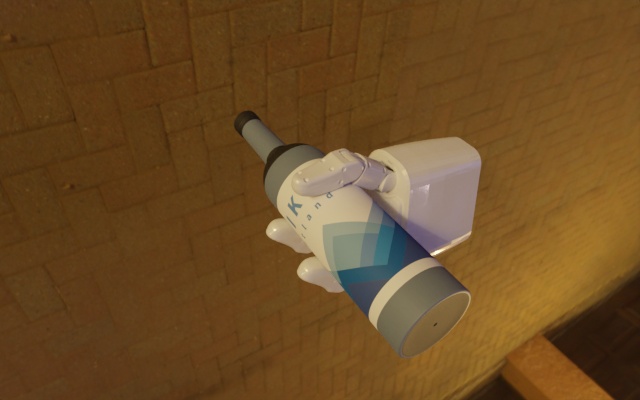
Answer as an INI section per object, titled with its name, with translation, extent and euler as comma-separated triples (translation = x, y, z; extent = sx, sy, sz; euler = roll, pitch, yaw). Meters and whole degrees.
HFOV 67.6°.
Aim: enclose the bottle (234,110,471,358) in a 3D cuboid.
[bottle]
translation = 0.000, 0.002, 0.420
extent = 0.069, 0.069, 0.295
euler = 0, 35, -42
